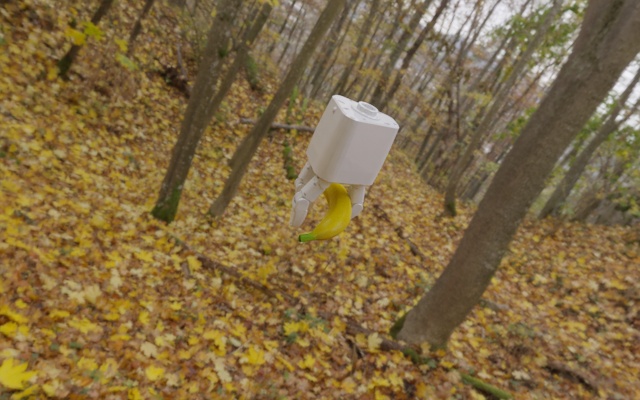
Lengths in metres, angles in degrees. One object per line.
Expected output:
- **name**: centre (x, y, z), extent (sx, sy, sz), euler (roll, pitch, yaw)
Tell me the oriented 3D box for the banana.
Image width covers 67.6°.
- **banana**: centre (0.017, 0.010, 0.772), extent (0.069, 0.037, 0.197), euler (17, 30, 1)
